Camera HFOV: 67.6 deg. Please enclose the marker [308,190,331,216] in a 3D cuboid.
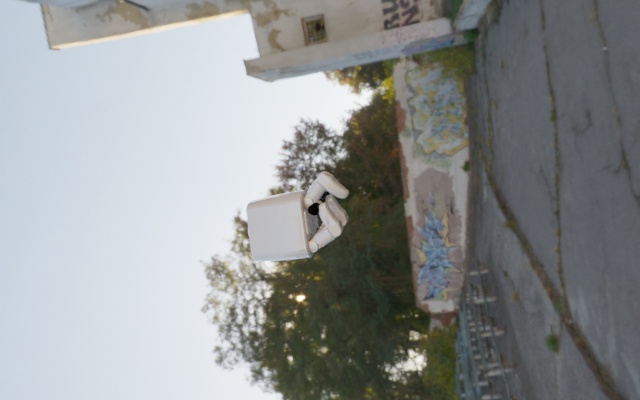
[{"bbox_3d":[0.000,0.003,0.845,0.020,0.020,0.121,0,15,13],"label":"marker"}]
